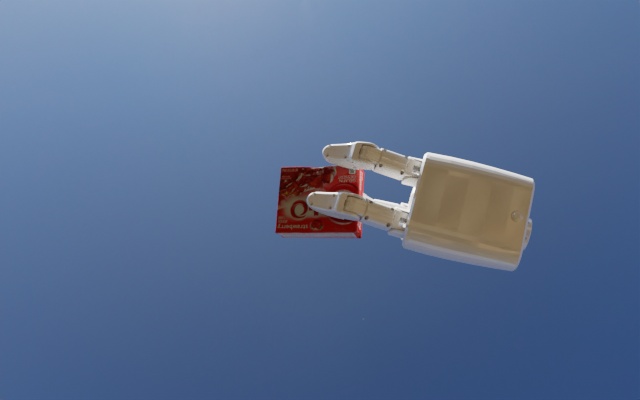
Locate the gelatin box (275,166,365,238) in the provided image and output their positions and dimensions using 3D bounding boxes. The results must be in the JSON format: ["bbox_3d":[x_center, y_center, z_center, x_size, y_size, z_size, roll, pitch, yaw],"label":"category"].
[{"bbox_3d":[0.000,0.002,0.504,0.089,0.073,0.030,-1,-16,15],"label":"gelatin box"}]
